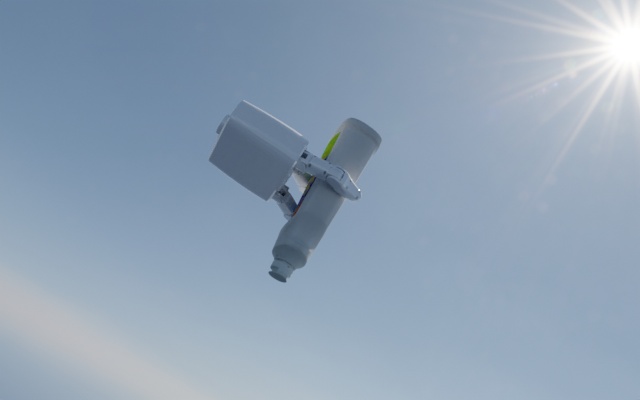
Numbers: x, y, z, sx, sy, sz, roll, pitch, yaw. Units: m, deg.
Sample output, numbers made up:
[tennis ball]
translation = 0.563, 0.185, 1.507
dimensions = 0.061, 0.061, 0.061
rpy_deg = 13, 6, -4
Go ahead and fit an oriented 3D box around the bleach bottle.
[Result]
[bleach bottle]
translation = 0.000, 0.002, 0.687
dimensions = 0.068, 0.250, 0.102
rpy_deg = 33, -27, -7
